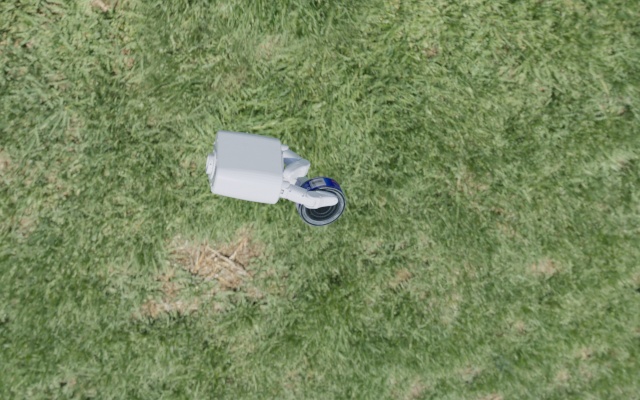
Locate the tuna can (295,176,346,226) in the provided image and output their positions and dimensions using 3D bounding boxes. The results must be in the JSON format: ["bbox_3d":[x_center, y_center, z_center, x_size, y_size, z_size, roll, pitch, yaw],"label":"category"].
[{"bbox_3d":[0.000,0.003,0.829,0.086,0.086,0.033,0,35,-18],"label":"tuna can"}]
